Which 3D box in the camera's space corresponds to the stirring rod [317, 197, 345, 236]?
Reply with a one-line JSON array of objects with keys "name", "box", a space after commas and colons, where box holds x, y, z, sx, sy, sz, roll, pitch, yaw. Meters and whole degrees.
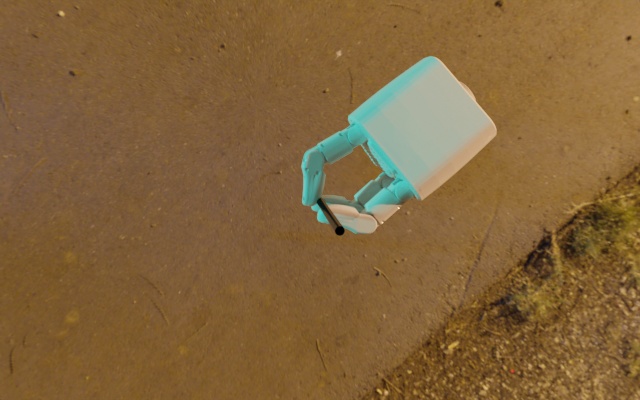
[{"name": "stirring rod", "box": [0.000, 0.002, 0.500, 0.011, 0.011, 0.239, 0, 11, -8]}]
